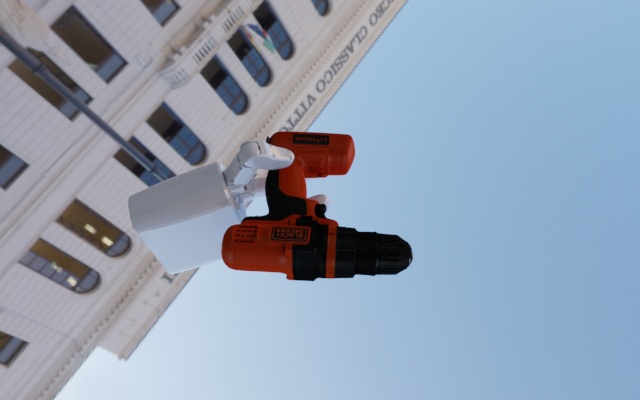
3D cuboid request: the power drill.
[{"bbox_3d":[0.000,0.001,0.511,0.184,0.057,0.187,4,43,1],"label":"power drill"}]
